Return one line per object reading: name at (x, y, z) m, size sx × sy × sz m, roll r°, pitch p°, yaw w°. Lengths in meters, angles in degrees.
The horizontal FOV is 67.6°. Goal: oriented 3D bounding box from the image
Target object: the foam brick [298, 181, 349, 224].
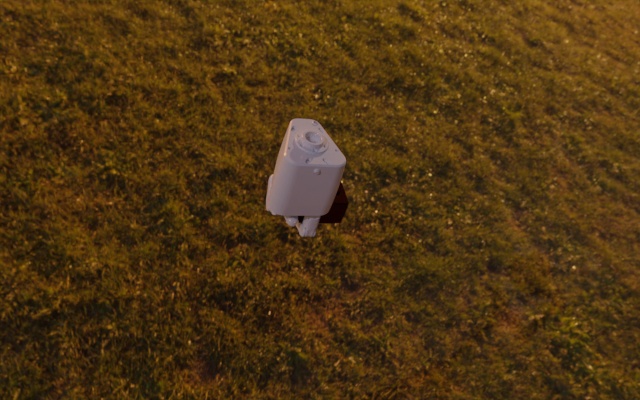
foam brick at (0.000, 0.003, 0.797) m, size 0.078 × 0.053 × 0.051 m, roll 1°, pitch -43°, yaw -20°
